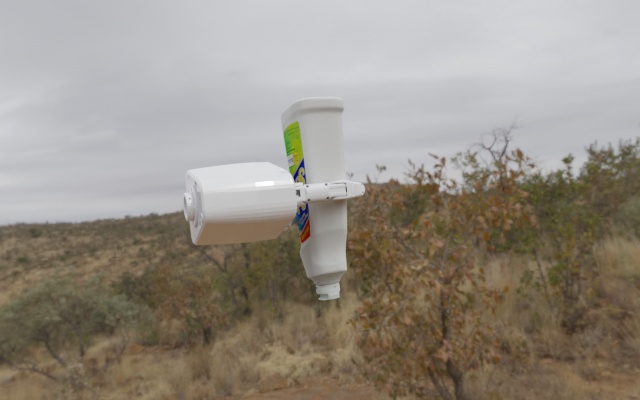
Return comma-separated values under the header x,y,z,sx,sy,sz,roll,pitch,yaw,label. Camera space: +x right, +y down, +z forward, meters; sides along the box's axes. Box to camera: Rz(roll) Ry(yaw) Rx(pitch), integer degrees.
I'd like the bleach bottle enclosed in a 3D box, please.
x,y,z,sx,sy,sz,roll,pitch,yaw,label
0.000,0.002,0.618,0.068,0.251,0.102,-6,-2,-22,bleach bottle
